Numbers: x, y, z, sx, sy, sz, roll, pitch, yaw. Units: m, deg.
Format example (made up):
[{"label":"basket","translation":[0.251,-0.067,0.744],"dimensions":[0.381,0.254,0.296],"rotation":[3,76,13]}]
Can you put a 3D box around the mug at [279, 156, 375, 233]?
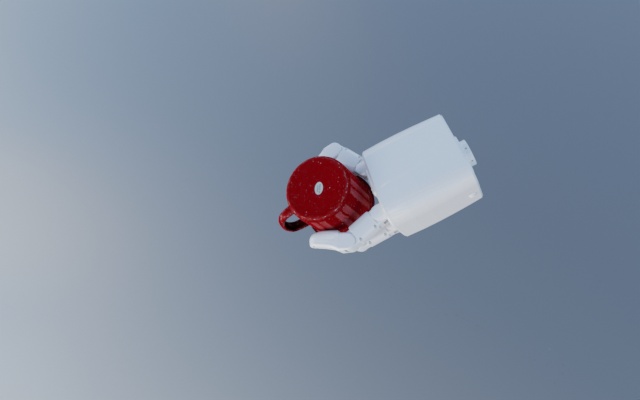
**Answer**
[{"label":"mug","translation":[-0.001,0.002,0.585],"dimensions":[0.117,0.093,0.081],"rotation":[-29,-26,13]}]
